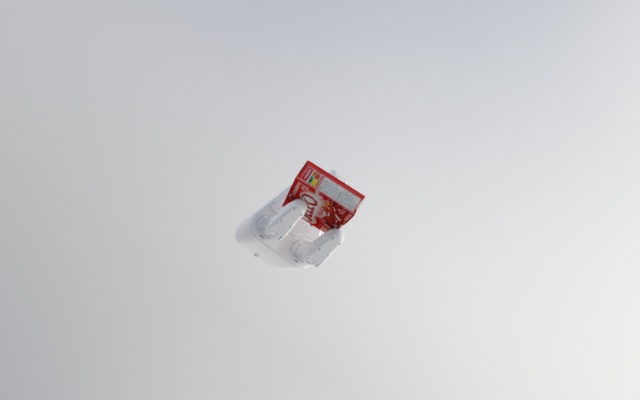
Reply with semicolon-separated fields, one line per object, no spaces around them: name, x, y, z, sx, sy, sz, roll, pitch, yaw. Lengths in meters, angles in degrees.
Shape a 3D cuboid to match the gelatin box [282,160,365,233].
gelatin box;0.000;0.001;0.531;0.073;0.030;0.089;33;-25;-1
